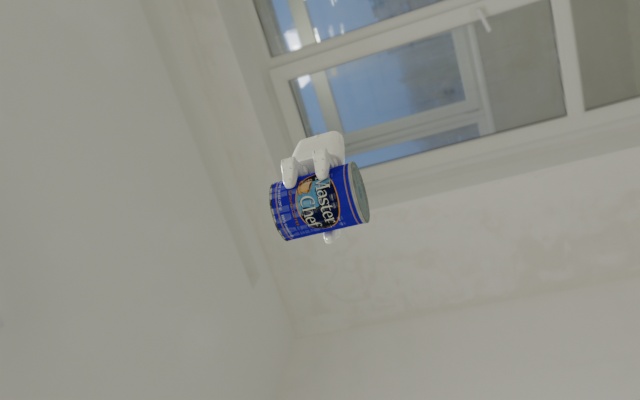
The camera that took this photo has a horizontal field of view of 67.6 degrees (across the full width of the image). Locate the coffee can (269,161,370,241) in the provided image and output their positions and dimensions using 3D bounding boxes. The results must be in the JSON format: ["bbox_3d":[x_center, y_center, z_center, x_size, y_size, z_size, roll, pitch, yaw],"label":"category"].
[{"bbox_3d":[0.000,0.003,0.786,0.140,0.103,0.103,-14,-4,14],"label":"coffee can"}]
